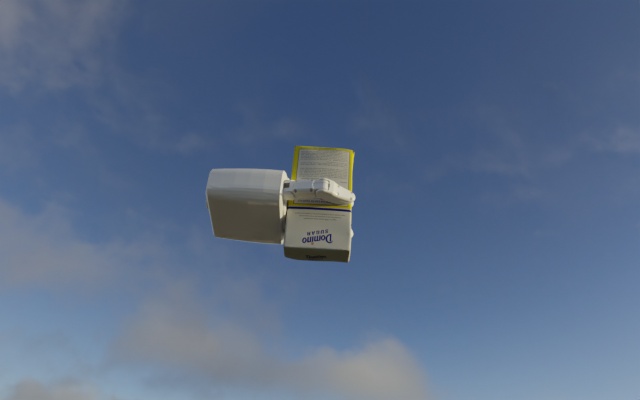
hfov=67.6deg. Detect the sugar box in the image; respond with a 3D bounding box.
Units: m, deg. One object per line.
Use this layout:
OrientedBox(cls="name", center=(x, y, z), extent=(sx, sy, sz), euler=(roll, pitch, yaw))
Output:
OrientedBox(cls="sugar box", center=(0.000, 0.002, 0.701), extent=(0.093, 0.176, 0.048), euler=(4, -30, 2))
